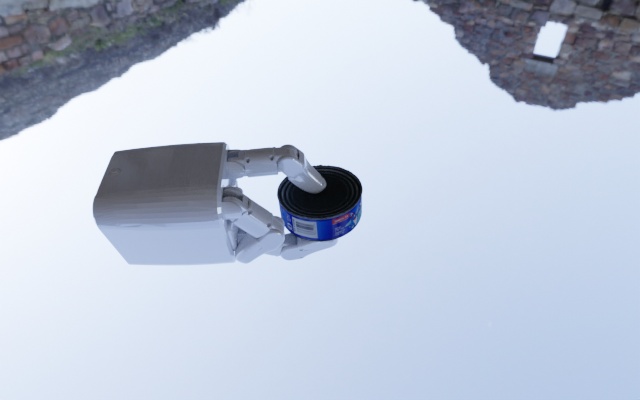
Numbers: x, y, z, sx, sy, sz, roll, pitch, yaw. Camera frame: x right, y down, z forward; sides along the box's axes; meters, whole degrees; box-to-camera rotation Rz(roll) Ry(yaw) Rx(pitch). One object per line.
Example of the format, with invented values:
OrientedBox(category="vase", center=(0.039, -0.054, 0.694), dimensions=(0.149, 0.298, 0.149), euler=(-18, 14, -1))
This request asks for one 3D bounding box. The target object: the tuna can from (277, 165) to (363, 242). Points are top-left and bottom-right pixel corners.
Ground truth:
OrientedBox(category="tuna can", center=(0.000, 0.002, 0.487), dimensions=(0.086, 0.034, 0.086), euler=(-3, 40, 2))
